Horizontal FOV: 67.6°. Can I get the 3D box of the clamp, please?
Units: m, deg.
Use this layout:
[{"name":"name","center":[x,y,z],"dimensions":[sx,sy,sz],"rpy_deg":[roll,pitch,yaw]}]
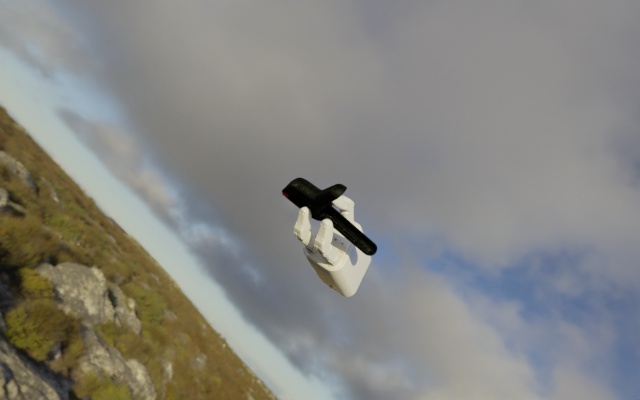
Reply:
[{"name":"clamp","center":[0.000,0.002,0.828],"dimensions":[0.210,0.036,0.165],"rpy_deg":[30,-24,39]}]
